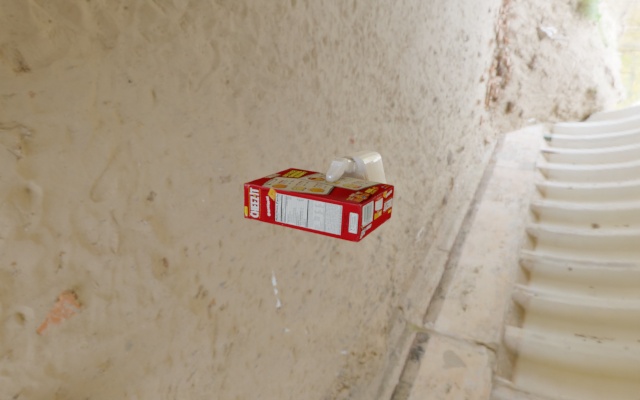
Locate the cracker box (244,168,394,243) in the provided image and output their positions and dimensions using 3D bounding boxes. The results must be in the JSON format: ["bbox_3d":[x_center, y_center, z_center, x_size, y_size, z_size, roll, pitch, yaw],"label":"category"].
[{"bbox_3d":[0.000,0.003,0.828,0.213,0.072,0.164,10,17,24],"label":"cracker box"}]
